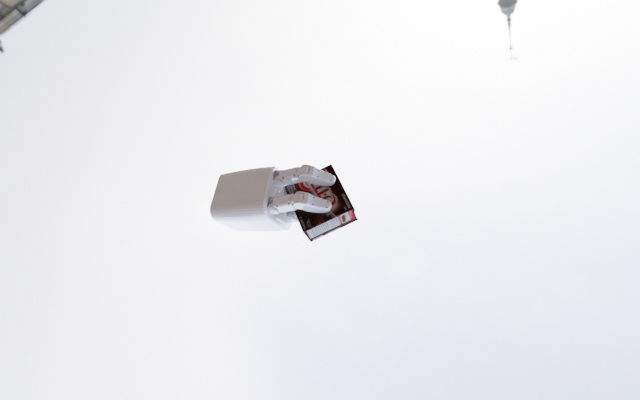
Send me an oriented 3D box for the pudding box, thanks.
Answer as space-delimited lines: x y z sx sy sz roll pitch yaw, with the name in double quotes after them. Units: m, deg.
0.000 0.003 0.791 0.090 0.113 0.039 -26 -39 1 "pudding box"
